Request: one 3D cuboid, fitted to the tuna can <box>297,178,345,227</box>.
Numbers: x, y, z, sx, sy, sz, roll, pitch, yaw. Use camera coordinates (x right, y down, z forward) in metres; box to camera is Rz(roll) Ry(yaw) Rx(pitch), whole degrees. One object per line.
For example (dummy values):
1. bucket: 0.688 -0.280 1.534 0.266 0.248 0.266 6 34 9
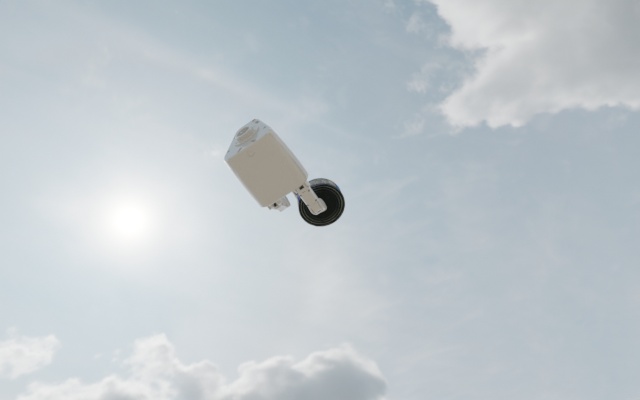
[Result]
1. tuna can: 0.000 0.003 0.875 0.086 0.086 0.033 0 26 -10
